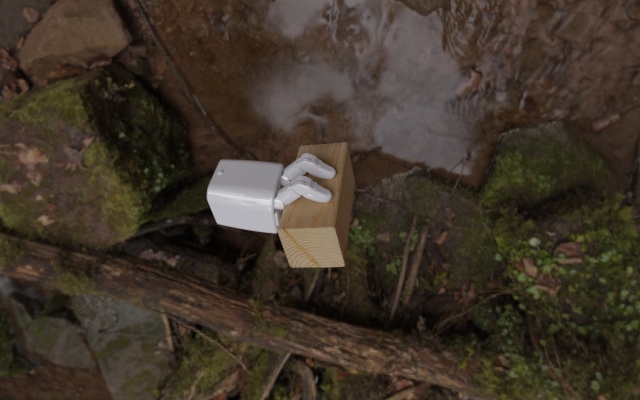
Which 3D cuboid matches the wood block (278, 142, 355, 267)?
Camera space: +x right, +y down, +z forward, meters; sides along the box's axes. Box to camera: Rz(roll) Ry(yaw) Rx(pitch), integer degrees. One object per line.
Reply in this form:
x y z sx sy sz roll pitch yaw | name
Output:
0.000 0.003 0.792 0.090 0.091 0.206 -3 43 13 | wood block
